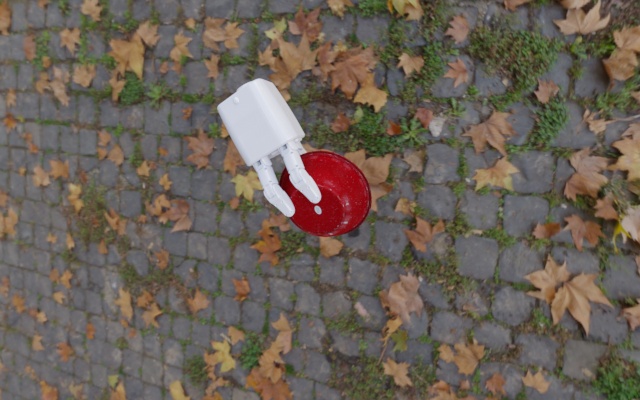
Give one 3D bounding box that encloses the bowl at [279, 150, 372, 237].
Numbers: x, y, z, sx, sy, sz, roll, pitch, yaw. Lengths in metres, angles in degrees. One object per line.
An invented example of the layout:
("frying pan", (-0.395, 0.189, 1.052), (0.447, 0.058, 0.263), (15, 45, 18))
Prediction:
("bowl", (0.001, 0.004, 0.784), (0.162, 0.162, 0.055), (0, 28, 17))
